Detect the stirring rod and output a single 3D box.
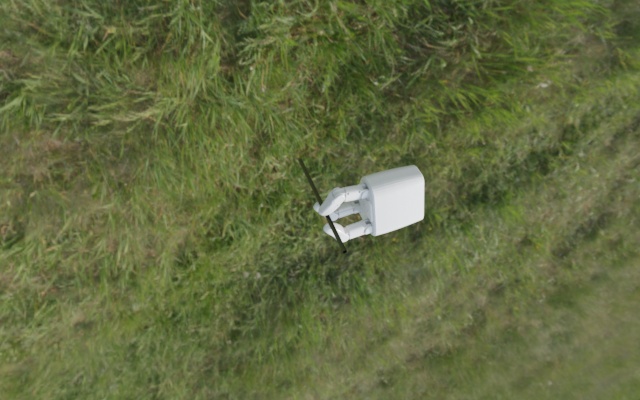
[{"bbox_3d":[0.000,0.003,0.884,0.011,0.239,0.011,-15,-40,-13],"label":"stirring rod"}]
